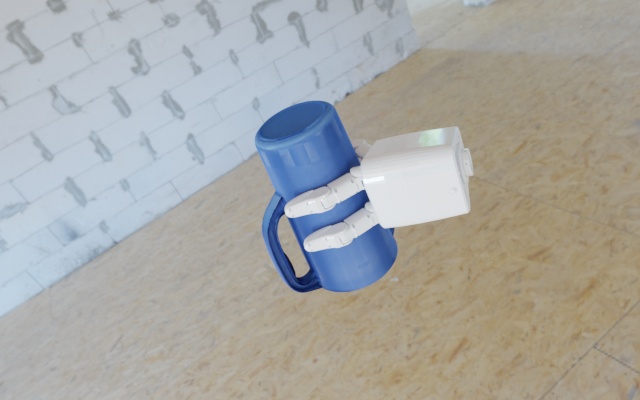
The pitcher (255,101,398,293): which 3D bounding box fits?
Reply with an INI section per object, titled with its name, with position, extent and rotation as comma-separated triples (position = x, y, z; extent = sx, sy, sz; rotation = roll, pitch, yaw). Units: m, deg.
[pitcher]
position = 0.000, 0.002, 0.635
extent = 0.145, 0.243, 0.149
rotation = -10, 35, 23
